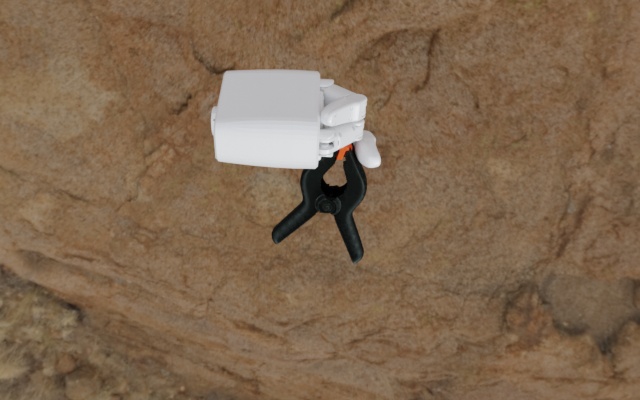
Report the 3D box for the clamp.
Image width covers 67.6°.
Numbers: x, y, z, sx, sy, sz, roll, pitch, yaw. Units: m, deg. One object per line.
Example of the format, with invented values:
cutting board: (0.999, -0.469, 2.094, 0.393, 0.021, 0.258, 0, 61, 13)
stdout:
clamp: (0.000, 0.002, 0.579, 0.120, 0.172, 0.039, 3, 31, -1)
